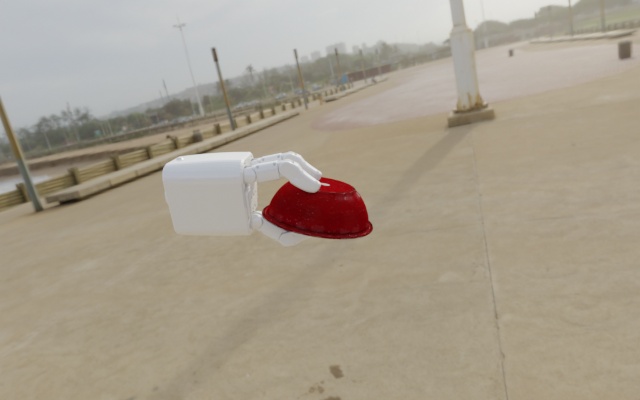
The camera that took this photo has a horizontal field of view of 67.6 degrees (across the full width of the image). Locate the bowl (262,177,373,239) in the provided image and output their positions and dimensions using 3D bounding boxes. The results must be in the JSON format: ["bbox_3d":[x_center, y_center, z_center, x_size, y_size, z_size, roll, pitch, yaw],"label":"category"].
[{"bbox_3d":[0.001,0.002,0.682,0.162,0.055,0.162,9,14,-2],"label":"bowl"}]
